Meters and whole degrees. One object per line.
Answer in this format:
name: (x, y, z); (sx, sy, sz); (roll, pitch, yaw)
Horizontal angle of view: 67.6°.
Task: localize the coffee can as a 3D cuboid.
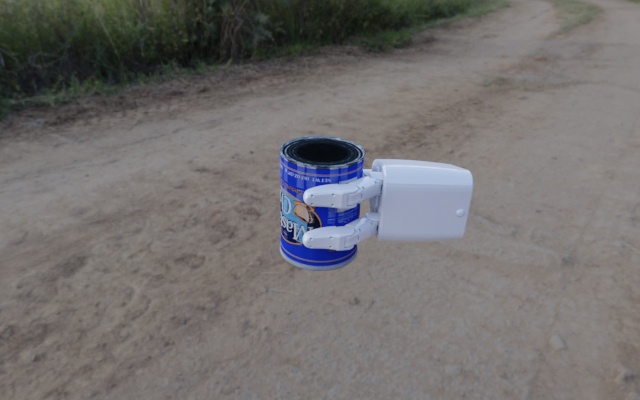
coffee can: (0.000, 0.002, 0.600); (0.103, 0.140, 0.102); (2, 27, -1)
